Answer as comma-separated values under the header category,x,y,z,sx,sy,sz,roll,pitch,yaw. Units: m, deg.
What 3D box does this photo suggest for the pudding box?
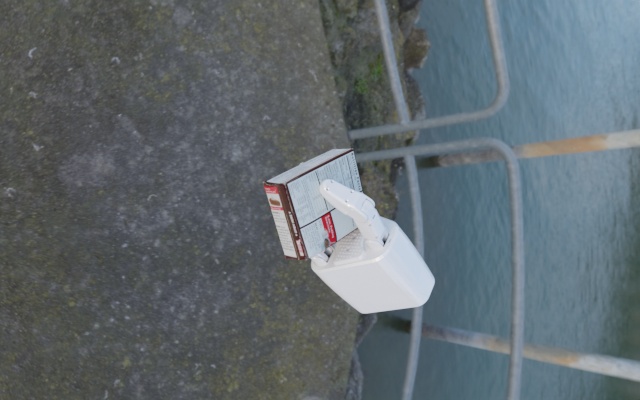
category,x,y,z,sx,sy,sz,roll,pitch,yaw
pudding box,0.000,0.002,0.521,0.039,0.090,0.113,1,23,45
